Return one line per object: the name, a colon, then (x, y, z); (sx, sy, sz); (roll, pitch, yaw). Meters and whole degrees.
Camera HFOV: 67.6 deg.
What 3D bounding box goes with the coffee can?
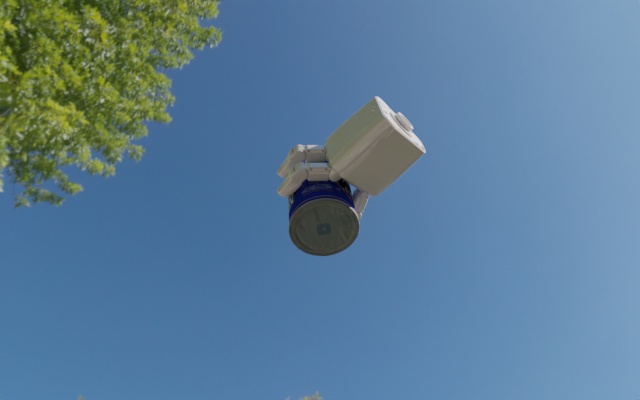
coffee can: (0.000, 0.003, 0.742); (0.103, 0.103, 0.140); (0, 35, -6)
